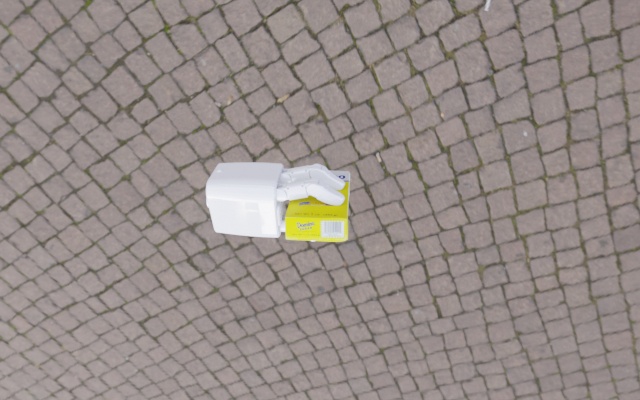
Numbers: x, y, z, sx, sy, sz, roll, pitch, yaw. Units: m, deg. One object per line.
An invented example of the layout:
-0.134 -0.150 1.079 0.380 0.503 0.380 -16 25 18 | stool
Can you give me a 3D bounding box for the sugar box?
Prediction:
0.000 0.002 0.769 0.093 0.048 0.176 2 29 3 | sugar box
